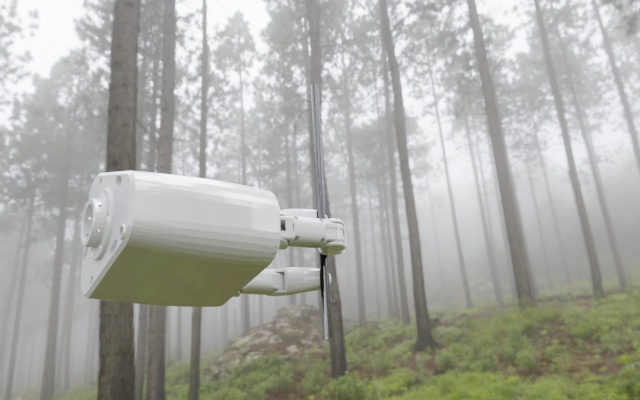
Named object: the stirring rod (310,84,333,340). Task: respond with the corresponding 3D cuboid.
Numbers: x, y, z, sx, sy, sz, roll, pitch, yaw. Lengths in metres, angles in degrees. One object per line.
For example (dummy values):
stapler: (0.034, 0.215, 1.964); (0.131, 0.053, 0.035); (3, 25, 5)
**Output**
stirring rod: (0.000, 0.001, 0.435); (0.011, 0.239, 0.011); (-3, -17, -1)
